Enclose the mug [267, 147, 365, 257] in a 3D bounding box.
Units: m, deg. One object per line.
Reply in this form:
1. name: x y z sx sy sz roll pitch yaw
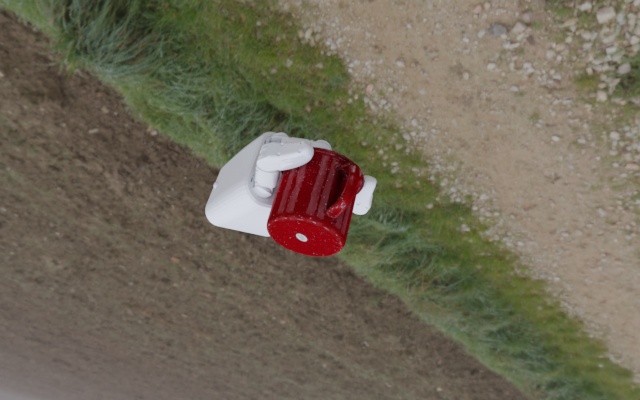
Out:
1. mug: 0.001 0.001 0.484 0.093 0.081 0.117 32 -35 -25
